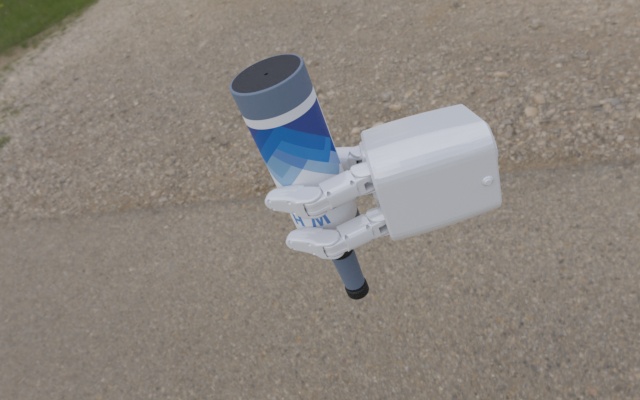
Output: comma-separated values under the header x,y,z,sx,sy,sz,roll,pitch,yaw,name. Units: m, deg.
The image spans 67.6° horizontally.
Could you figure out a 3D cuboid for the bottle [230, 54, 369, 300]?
x,y,z,sx,sy,sz,roll,pitch,yaw,name
0.000,0.001,0.487,0.069,0.296,0.069,-14,38,11,bottle
